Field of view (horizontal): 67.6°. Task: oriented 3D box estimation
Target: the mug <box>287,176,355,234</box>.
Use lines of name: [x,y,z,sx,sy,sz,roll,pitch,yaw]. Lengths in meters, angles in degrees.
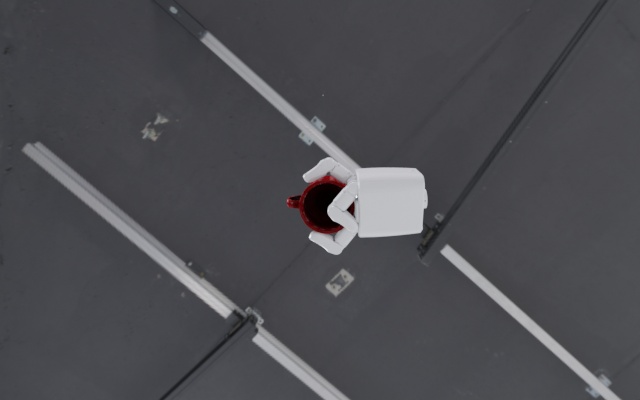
mug: [-0.001,0.003,0.835,0.117,0.093,0.081,-2,13,2]
